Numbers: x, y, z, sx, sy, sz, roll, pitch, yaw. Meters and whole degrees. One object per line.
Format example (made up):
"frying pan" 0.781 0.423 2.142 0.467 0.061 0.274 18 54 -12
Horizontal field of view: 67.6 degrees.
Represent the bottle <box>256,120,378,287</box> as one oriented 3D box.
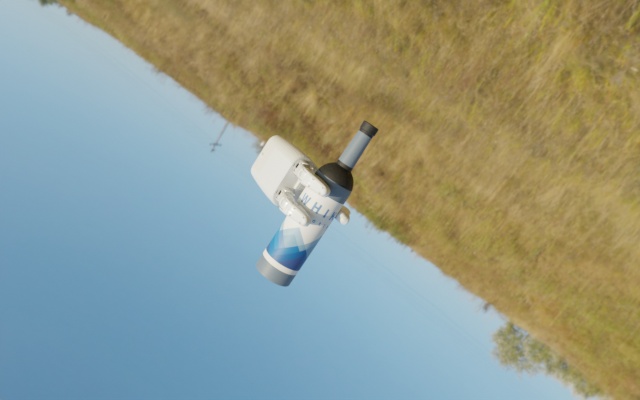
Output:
"bottle" 0.000 0.003 0.773 0.069 0.296 0.069 32 10 -6
